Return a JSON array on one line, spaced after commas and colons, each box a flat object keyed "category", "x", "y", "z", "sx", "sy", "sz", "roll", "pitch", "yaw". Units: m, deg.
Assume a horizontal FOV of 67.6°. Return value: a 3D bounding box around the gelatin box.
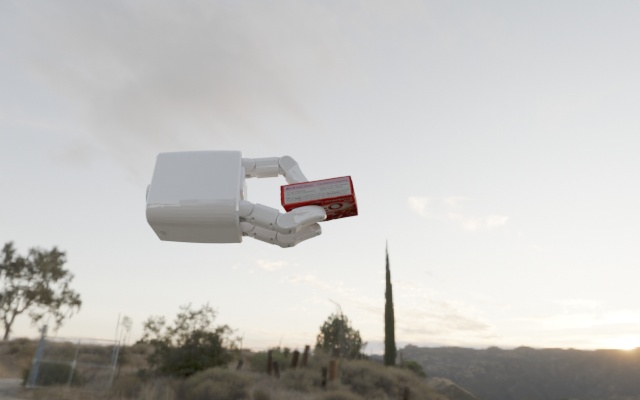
[{"category": "gelatin box", "x": 0.000, "y": 0.001, "z": 0.597, "sx": 0.089, "sy": 0.030, "sz": 0.073, "roll": -9, "pitch": -23, "yaw": 5}]
